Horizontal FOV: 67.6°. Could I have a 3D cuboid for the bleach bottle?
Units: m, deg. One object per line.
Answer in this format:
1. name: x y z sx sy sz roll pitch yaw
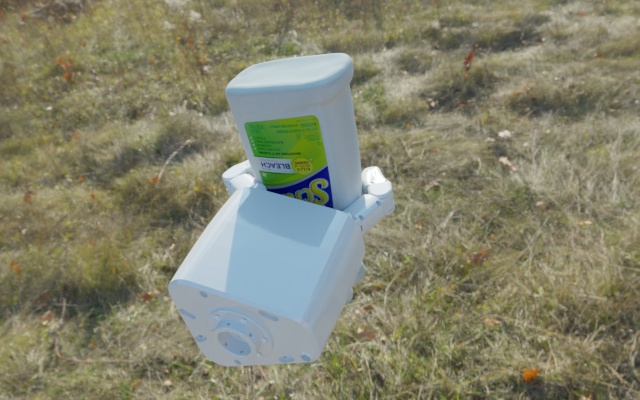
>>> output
1. bleach bottle: 0.000 0.001 0.435 0.102 0.251 0.068 1 36 23
